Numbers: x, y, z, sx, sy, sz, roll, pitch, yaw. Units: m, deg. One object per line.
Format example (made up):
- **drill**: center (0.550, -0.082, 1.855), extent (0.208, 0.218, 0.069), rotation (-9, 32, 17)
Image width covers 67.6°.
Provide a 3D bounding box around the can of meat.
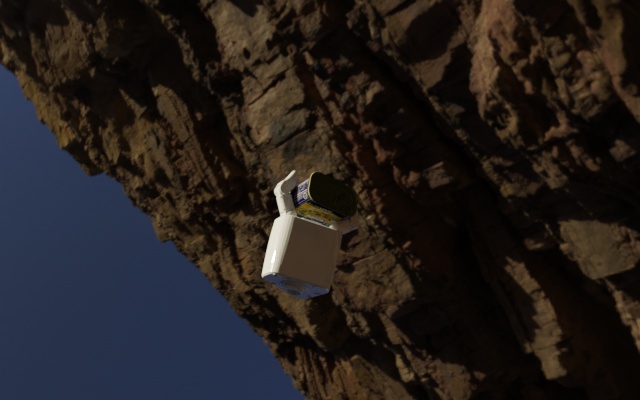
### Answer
- **can of meat**: center (0.000, 0.003, 0.839), extent (0.102, 0.057, 0.084), rotation (25, -31, -27)
